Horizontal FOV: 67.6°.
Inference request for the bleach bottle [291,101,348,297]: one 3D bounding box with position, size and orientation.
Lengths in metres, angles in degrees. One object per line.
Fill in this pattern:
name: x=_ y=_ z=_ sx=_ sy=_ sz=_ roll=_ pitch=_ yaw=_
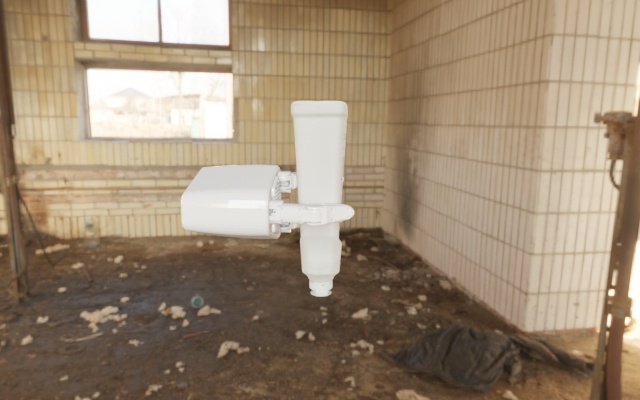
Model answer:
bleach bottle: x=0.000 y=0.002 z=0.612 sx=0.068 sy=0.251 sz=0.102 roll=1 pitch=10 yaw=5
